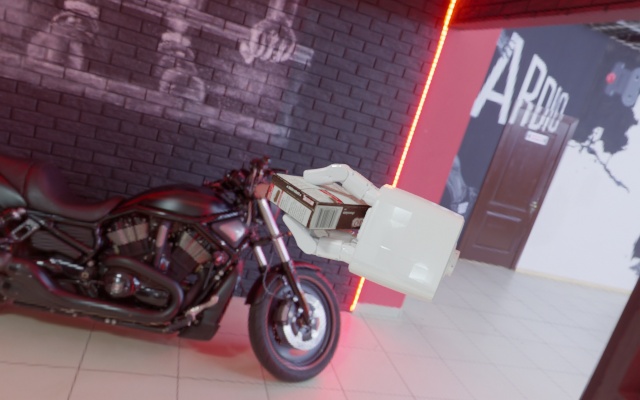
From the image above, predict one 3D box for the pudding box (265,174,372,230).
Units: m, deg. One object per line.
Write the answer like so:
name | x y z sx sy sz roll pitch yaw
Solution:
pudding box | 0.000 0.002 0.613 0.113 0.039 0.090 6 20 -48
